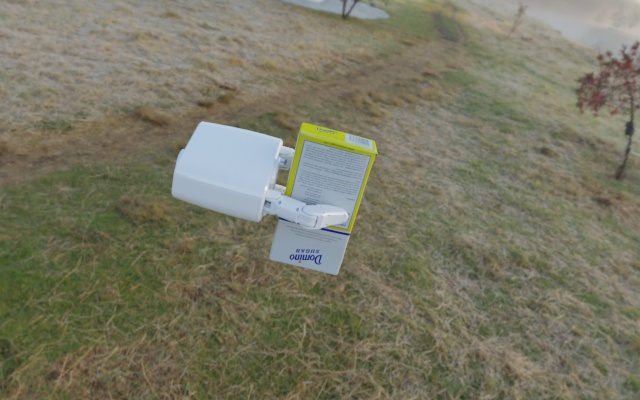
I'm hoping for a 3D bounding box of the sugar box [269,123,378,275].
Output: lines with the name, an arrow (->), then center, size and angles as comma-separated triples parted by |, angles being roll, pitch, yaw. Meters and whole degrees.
sugar box -> 0.000, 0.002, 0.590 | 0.093, 0.176, 0.048 | 14, 28, -4
